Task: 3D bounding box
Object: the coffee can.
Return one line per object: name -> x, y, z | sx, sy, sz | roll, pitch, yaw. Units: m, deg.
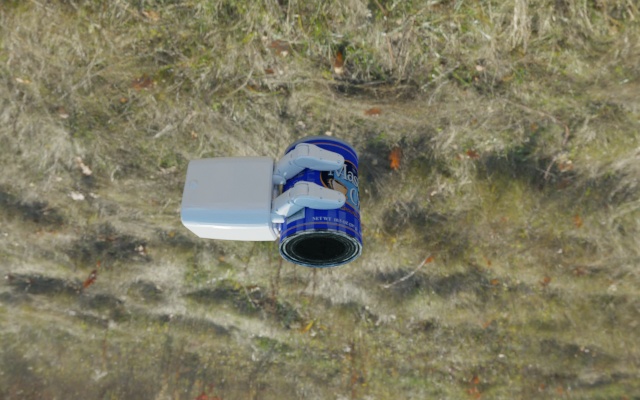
coffee can -> 0.000, 0.002, 0.616 | 0.103, 0.140, 0.103 | 0, -32, 0
